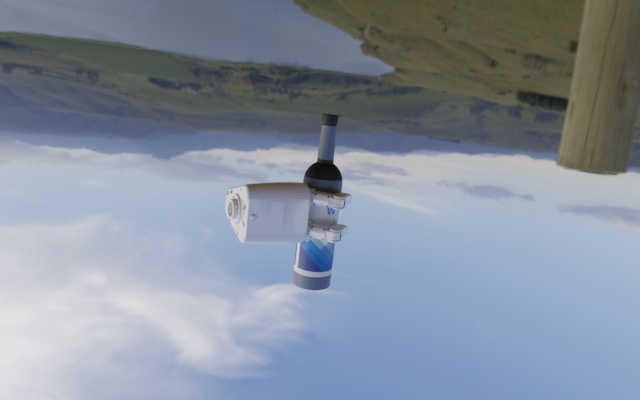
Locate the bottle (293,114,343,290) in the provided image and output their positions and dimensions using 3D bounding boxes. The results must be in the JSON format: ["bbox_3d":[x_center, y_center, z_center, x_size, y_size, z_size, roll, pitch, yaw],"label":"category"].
[{"bbox_3d":[0.000,0.003,0.812,0.069,0.296,0.069,6,12,-1],"label":"bottle"}]
